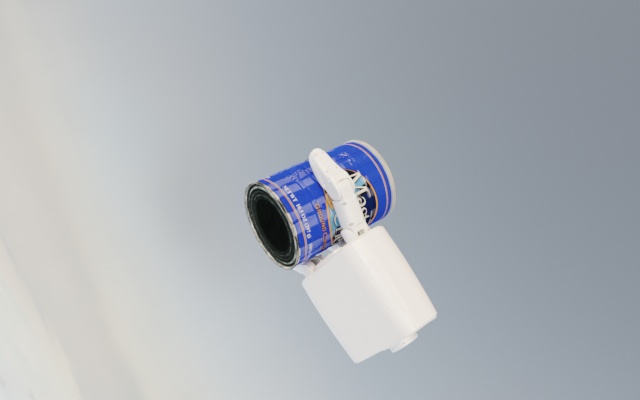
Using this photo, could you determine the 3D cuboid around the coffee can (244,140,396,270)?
[{"bbox_3d":[0.000,0.002,0.542,0.140,0.103,0.103,-26,13,-30],"label":"coffee can"}]
